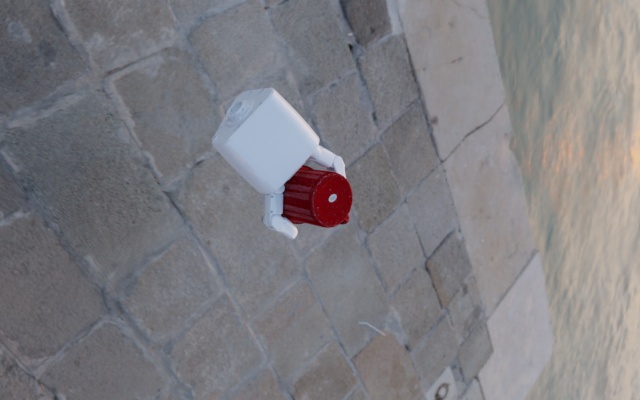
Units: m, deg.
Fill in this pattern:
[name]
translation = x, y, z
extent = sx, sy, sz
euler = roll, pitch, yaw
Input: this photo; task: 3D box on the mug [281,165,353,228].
[mug]
translation = 0.001, 0.003, 0.718
extent = 0.081, 0.093, 0.117
euler = 10, -28, 50
